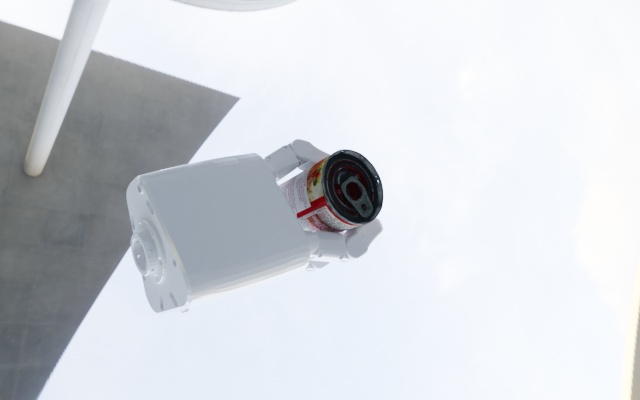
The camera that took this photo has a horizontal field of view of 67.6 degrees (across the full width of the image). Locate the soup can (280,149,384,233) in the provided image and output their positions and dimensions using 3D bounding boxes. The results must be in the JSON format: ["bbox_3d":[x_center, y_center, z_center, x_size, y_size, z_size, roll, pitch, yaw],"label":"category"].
[{"bbox_3d":[0.000,0.001,0.448,0.068,0.068,0.102,0,-16,-37],"label":"soup can"}]
